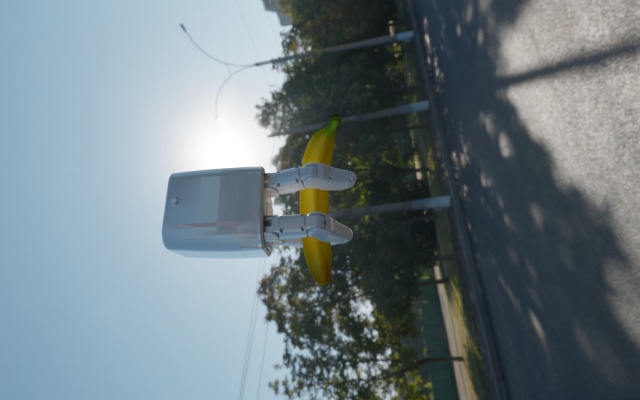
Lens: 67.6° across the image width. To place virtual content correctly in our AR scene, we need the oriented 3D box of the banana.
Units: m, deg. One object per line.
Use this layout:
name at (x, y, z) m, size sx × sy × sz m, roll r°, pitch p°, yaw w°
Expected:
banana at (-0.004, 0.000, 0.571) m, size 0.037 × 0.198 × 0.069 m, roll 4°, pitch -7°, yaw -13°
